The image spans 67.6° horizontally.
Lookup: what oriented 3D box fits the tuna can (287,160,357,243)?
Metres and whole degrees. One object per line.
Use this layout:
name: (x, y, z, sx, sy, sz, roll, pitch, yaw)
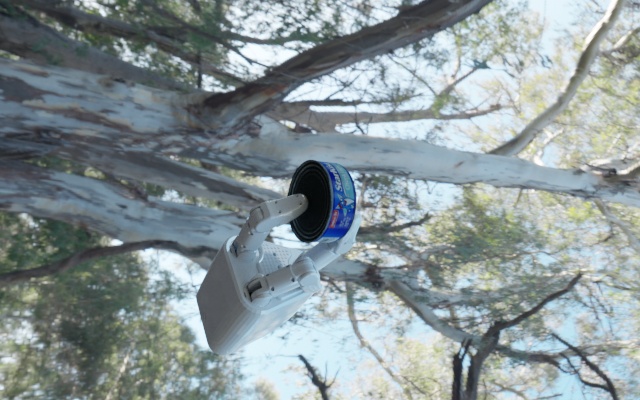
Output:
tuna can: (0.001, 0.002, 0.499, 0.034, 0.086, 0.086, 4, -2, -33)
